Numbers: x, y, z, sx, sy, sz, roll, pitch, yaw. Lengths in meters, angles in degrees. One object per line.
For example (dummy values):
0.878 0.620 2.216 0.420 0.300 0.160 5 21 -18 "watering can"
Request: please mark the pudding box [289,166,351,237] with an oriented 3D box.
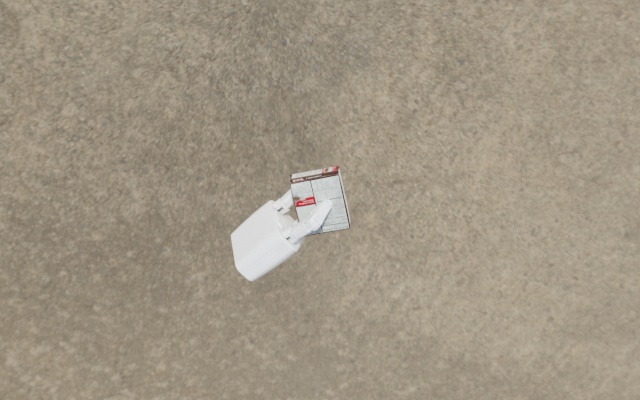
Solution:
0.000 0.003 0.839 0.090 0.113 0.039 -11 28 4 "pudding box"
